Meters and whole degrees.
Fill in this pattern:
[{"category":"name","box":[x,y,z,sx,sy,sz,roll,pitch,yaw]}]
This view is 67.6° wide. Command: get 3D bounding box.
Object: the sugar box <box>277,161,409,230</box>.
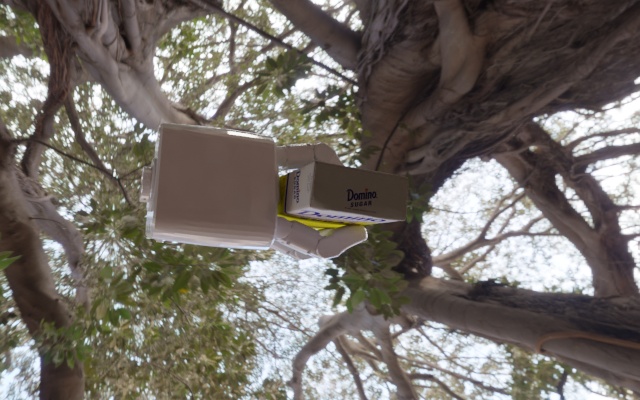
[{"category":"sugar box","box":[0.000,0.002,0.476,0.093,0.048,0.176,8,-6,-22]}]
